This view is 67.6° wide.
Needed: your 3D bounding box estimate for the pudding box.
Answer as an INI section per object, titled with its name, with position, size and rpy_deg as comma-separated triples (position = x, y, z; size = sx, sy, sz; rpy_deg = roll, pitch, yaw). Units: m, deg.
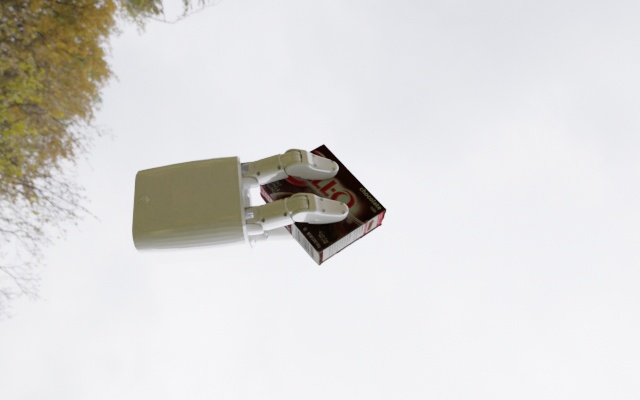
[pudding box]
position = 0.000, 0.002, 0.513
size = 0.090, 0.113, 0.039
rpy_deg = -31, -25, -21
